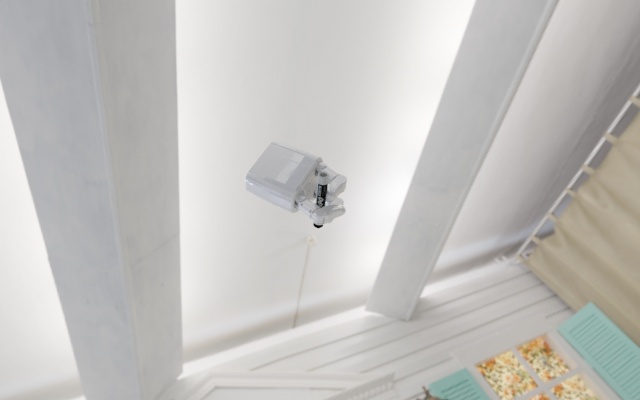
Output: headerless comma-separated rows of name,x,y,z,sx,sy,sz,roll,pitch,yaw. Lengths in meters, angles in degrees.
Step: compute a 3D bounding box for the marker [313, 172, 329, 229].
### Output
marker,0.000,0.003,0.836,0.020,0.121,0.020,4,41,-3
